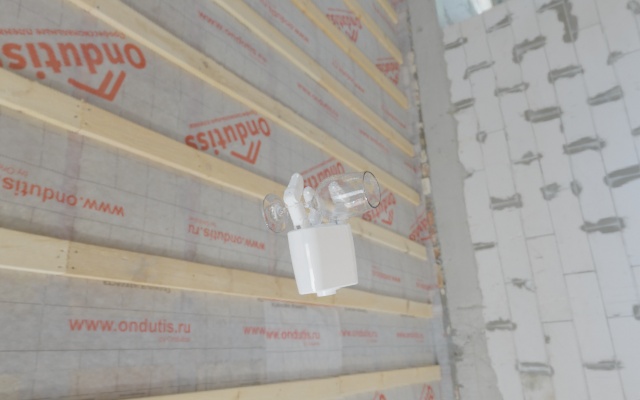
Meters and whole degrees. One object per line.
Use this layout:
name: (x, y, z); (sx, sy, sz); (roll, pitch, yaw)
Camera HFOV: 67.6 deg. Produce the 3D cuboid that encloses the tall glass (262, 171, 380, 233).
tall glass: (-0.001, 0.003, 0.821); (0.201, 0.079, 0.079); (-14, -8, 31)
